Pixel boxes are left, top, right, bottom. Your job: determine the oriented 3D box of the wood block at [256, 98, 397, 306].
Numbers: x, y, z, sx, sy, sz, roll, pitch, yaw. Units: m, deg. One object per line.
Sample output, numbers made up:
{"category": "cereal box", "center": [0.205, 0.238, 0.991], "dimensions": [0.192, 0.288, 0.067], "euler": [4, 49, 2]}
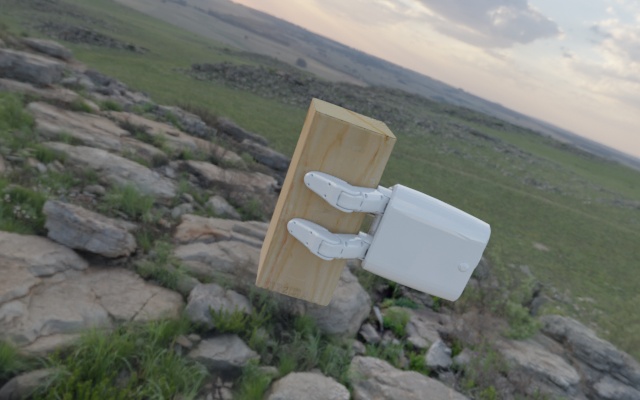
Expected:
{"category": "wood block", "center": [0.001, 0.002, 0.544], "dimensions": [0.090, 0.206, 0.090], "euler": [18, 19, -8]}
